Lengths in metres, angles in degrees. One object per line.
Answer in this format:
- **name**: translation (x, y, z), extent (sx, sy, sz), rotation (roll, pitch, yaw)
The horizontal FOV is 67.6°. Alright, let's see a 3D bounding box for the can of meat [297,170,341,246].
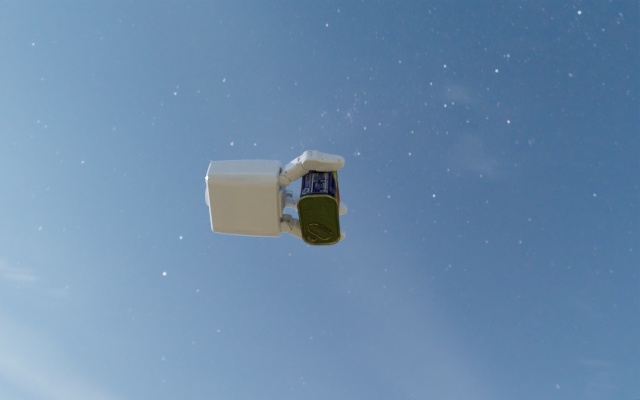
- **can of meat**: translation (0.000, 0.002, 0.708), extent (0.057, 0.102, 0.083), rotation (-2, 44, 5)
